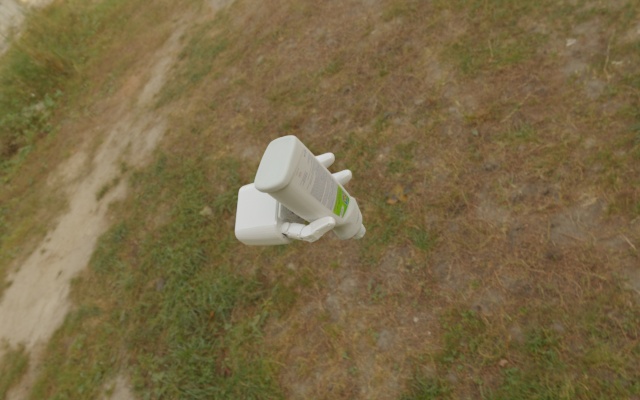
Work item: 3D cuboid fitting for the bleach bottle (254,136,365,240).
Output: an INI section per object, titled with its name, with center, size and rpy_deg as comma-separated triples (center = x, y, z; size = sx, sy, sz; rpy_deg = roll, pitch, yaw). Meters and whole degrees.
[bleach bottle]
center = 0.000, 0.003, 0.807
size = 0.068, 0.102, 0.251
rpy_deg = -8, -36, 36
